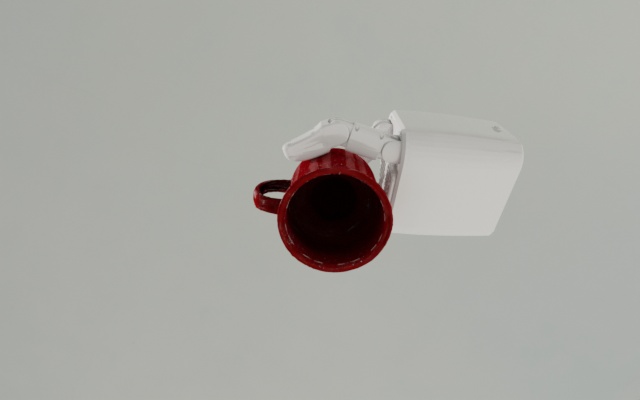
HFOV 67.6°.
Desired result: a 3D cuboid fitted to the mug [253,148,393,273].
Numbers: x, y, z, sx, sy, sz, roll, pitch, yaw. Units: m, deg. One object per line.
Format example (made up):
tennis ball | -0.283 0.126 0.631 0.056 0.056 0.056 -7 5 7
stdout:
mug | -0.001 0.001 0.418 0.117 0.093 0.081 6 22 -2
